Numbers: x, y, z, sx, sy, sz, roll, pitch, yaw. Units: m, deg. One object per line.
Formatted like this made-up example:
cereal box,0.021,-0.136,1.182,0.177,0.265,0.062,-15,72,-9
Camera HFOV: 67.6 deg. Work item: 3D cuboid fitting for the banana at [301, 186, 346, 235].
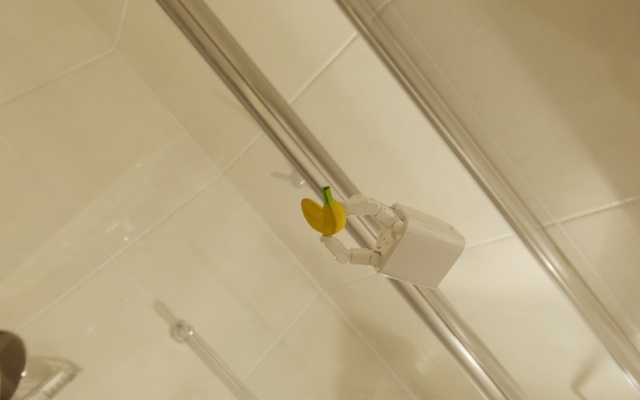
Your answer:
banana,0.005,0.020,0.735,0.037,0.069,0.198,-13,-3,-14
